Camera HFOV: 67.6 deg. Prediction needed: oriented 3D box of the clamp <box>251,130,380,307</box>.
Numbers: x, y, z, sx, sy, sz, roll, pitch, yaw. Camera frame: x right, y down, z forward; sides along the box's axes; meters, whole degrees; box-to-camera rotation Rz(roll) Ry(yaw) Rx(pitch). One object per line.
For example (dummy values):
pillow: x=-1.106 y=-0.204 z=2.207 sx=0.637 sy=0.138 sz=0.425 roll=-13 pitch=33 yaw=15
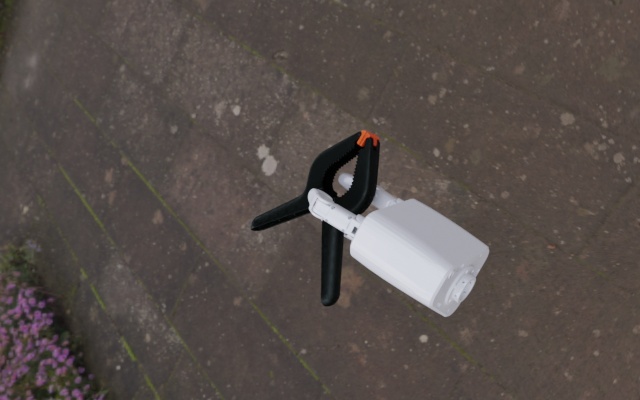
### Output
clamp: x=0.000 y=0.002 z=0.598 sx=0.164 sy=0.210 sz=0.036 roll=34 pitch=14 yaw=30
